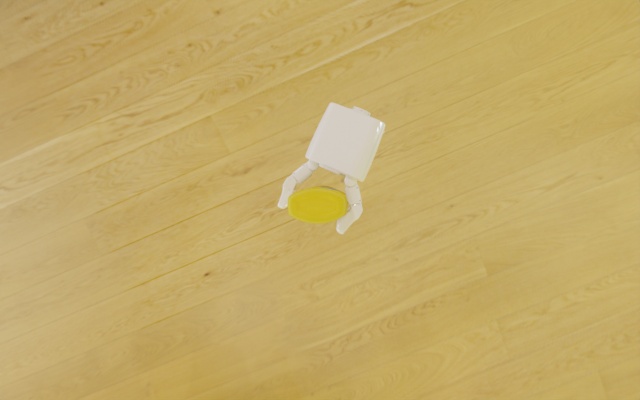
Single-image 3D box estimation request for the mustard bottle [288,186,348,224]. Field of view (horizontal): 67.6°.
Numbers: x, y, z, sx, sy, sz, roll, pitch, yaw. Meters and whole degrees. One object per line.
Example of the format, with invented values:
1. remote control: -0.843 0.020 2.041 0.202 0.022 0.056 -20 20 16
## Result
1. mustard bottle: 0.000 0.003 0.854 0.096 0.058 0.191 -2 4 4
